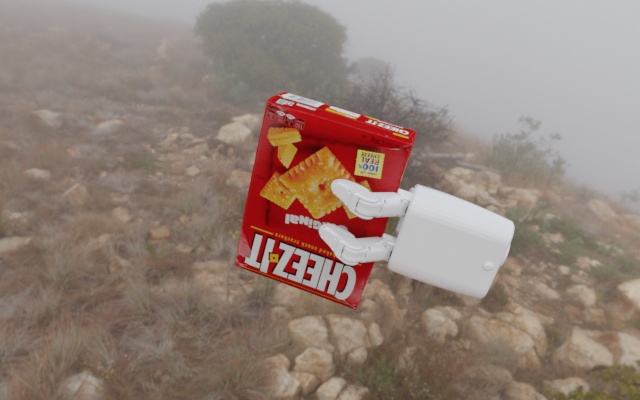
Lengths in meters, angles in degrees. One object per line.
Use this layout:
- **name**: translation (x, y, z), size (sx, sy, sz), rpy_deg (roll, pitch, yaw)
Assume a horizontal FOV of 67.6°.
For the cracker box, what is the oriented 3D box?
- **cracker box**: translation (0.000, 0.002, 0.556), size (0.164, 0.214, 0.072), rpy_deg (19, 23, 8)
